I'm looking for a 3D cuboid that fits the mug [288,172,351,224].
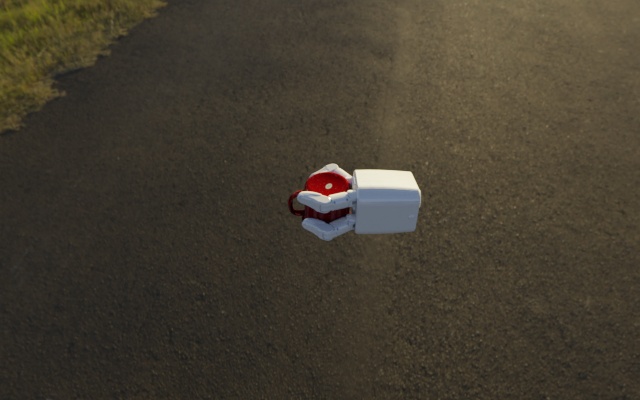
[{"bbox_3d":[-0.001,0.003,0.860,0.117,0.082,0.093,0,41,-1],"label":"mug"}]
